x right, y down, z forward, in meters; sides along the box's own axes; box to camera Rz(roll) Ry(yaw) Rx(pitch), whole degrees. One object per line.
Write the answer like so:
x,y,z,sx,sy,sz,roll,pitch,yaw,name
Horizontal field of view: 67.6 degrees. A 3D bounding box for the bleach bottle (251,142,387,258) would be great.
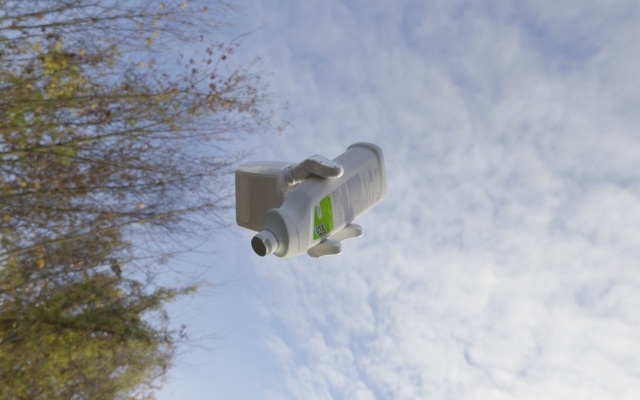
0.000,0.002,0.679,0.068,0.103,0.250,9,29,40,bleach bottle
